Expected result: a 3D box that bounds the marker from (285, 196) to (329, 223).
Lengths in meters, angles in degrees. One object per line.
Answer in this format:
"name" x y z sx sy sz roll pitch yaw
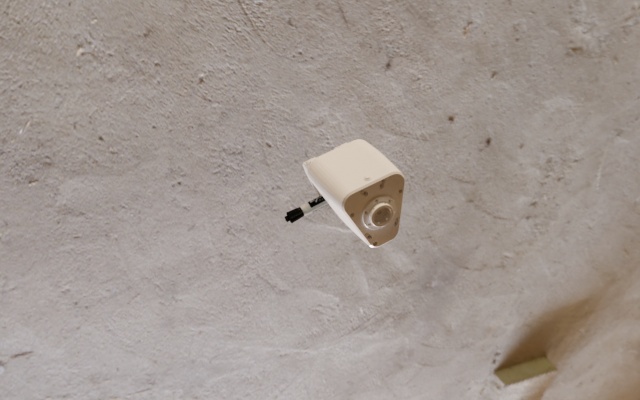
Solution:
"marker" 0.000 0.002 0.736 0.121 0.020 0.020 -27 5 -11
